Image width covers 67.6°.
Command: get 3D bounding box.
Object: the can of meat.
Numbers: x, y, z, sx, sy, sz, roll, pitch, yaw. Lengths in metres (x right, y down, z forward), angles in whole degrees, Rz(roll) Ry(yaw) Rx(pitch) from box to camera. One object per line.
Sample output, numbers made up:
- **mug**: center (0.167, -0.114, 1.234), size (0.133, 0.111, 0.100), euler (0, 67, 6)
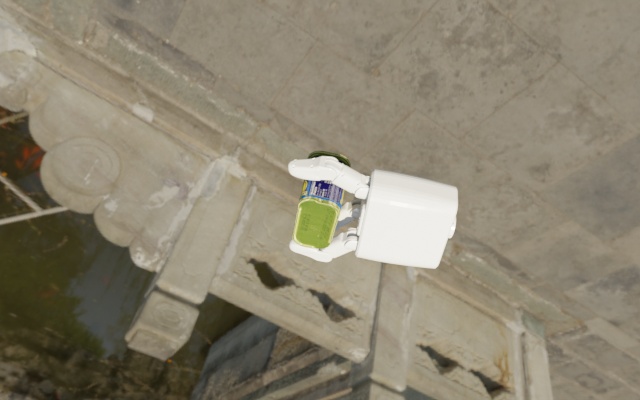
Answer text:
- **can of meat**: center (0.000, 0.002, 0.616), size (0.057, 0.084, 0.102), euler (12, -41, 0)
